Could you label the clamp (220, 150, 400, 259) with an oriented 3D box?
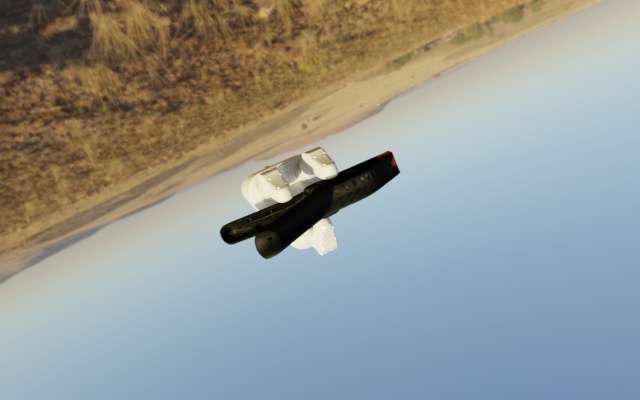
[{"bbox_3d":[0.001,0.002,0.498,0.210,0.036,0.164,-26,11,-14],"label":"clamp"}]
